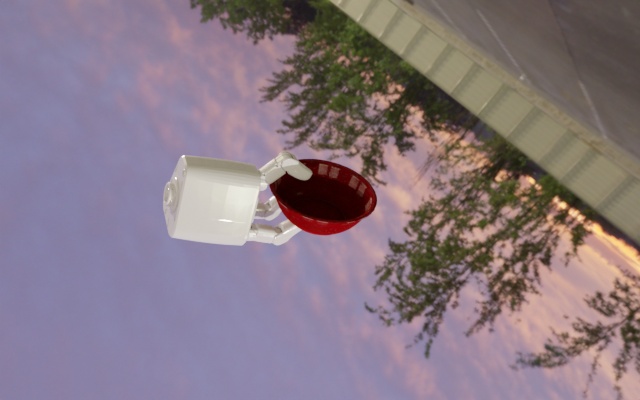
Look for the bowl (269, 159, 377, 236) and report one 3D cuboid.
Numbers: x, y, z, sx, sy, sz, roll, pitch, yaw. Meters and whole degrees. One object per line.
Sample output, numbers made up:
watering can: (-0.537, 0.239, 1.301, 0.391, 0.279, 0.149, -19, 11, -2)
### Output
bowl: (0.001, 0.003, 0.716, 0.162, 0.055, 0.162, 9, 35, -6)
